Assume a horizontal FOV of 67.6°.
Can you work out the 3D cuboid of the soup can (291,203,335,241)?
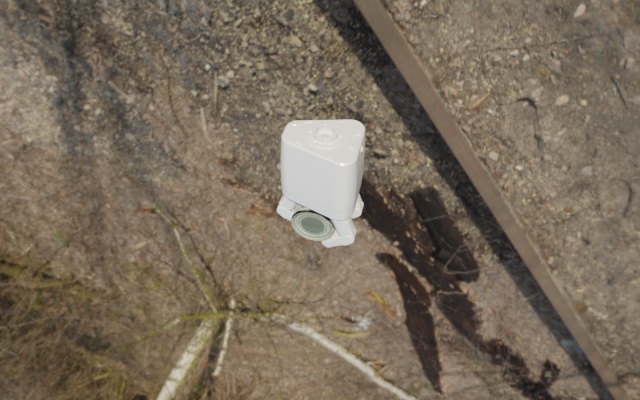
[{"bbox_3d":[0.000,0.003,0.730,0.068,0.102,0.069,10,-41,9],"label":"soup can"}]
